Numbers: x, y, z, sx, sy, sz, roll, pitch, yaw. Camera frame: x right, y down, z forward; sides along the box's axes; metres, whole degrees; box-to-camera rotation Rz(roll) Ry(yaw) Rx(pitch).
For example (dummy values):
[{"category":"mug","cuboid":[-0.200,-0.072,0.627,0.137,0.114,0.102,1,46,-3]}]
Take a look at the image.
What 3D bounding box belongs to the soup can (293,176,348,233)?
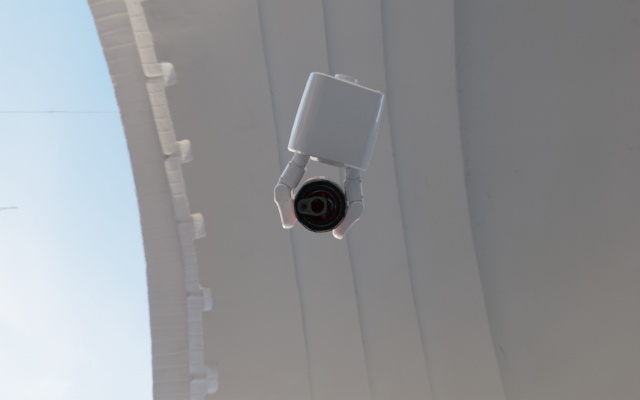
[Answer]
[{"category":"soup can","cuboid":[0.000,0.003,0.645,0.068,0.068,0.102,0,6,0]}]
